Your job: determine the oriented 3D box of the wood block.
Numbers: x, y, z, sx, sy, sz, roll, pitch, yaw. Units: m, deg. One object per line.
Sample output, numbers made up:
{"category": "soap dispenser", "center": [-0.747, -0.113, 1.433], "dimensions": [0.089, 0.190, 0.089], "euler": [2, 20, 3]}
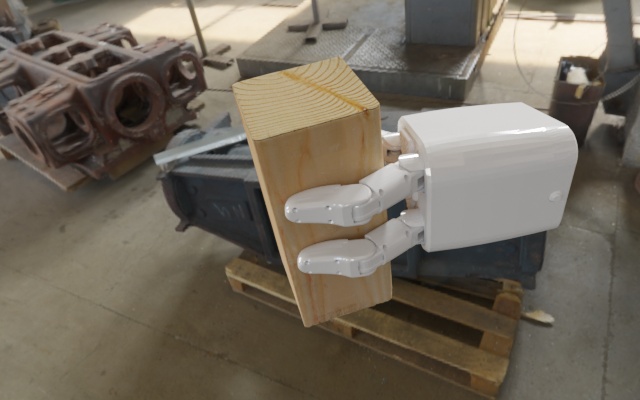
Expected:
{"category": "wood block", "center": [0.000, 0.001, 0.405], "dimensions": [0.090, 0.206, 0.090], "euler": [-17, 41, -7]}
